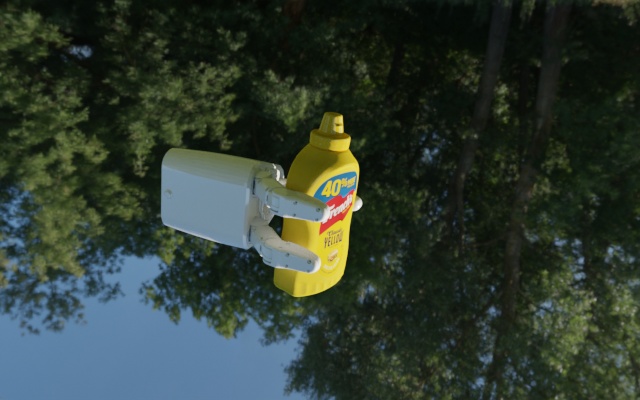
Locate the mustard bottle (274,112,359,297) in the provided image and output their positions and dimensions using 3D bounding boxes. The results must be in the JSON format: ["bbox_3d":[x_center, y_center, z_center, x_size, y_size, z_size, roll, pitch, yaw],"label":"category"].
[{"bbox_3d":[0.000,0.002,0.512,0.058,0.192,0.096,23,25,35],"label":"mustard bottle"}]
